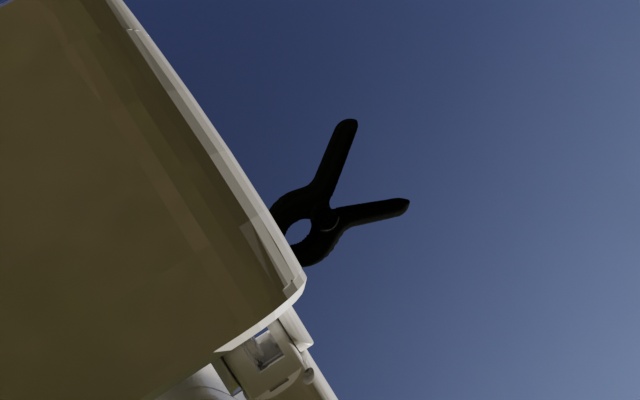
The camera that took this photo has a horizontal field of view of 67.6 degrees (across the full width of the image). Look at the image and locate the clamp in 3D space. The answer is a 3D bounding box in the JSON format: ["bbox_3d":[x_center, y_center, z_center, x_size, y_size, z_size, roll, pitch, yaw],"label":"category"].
[{"bbox_3d":[0.000,0.002,0.479,0.171,0.120,0.039,-32,15,-12],"label":"clamp"}]
